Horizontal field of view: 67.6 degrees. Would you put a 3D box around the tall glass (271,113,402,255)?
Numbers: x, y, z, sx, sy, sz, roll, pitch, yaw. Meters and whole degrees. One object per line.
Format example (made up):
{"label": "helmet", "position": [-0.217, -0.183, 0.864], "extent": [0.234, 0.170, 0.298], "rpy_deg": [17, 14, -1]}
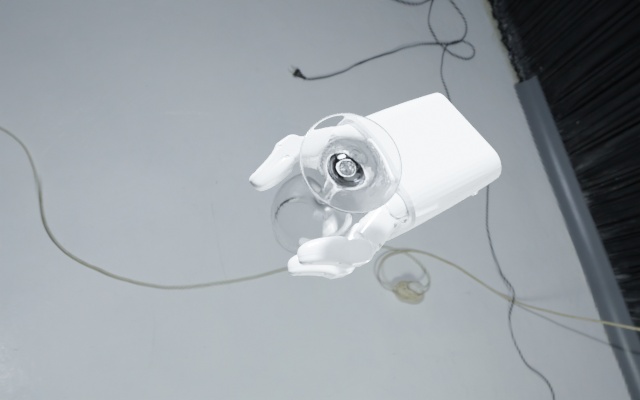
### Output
{"label": "tall glass", "position": [0.000, 0.001, 0.422], "extent": [0.079, 0.079, 0.201], "rpy_deg": [0, -17, -14]}
